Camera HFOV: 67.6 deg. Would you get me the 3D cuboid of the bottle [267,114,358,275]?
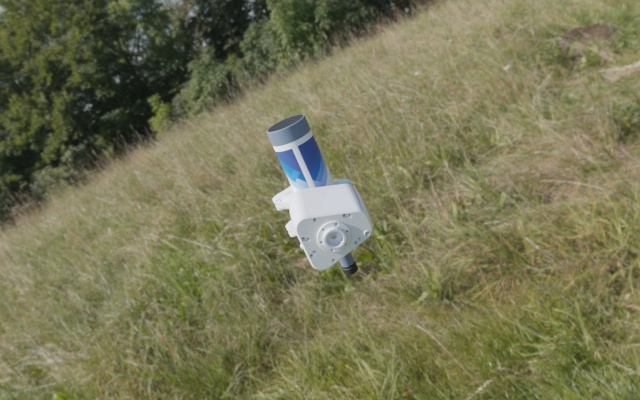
[{"bbox_3d":[0.000,0.002,0.809,0.069,0.296,0.069,-20,22,9],"label":"bottle"}]
